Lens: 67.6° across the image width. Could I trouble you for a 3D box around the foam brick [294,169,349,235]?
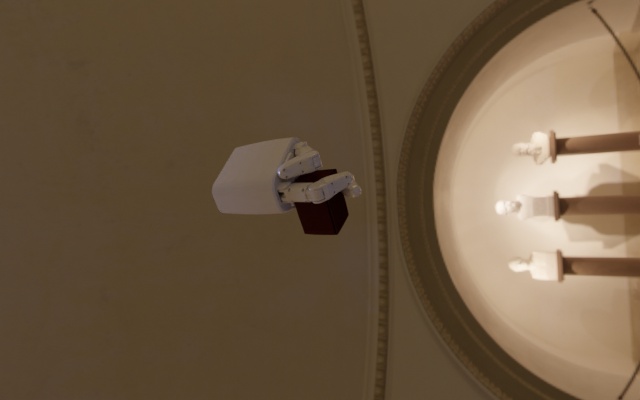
[{"bbox_3d":[0.000,0.002,0.662,0.051,0.078,0.053,-4,27,26],"label":"foam brick"}]
